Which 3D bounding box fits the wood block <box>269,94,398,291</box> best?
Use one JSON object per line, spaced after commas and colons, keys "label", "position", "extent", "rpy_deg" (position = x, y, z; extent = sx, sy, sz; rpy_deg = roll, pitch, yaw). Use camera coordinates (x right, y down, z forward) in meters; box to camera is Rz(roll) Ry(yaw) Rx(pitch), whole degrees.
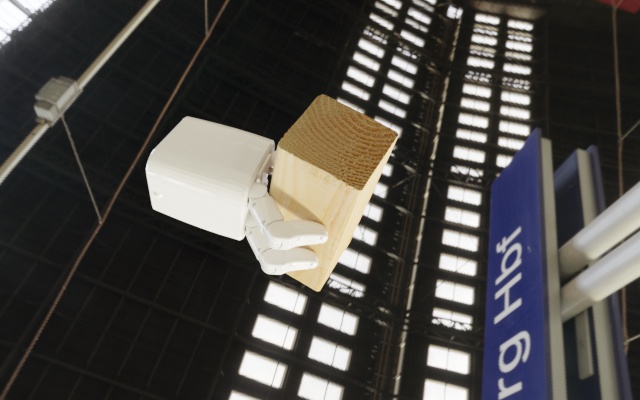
{"label": "wood block", "position": [0.000, 0.001, 0.525], "extent": [0.090, 0.090, 0.206], "rpy_deg": [29, -36, 8]}
